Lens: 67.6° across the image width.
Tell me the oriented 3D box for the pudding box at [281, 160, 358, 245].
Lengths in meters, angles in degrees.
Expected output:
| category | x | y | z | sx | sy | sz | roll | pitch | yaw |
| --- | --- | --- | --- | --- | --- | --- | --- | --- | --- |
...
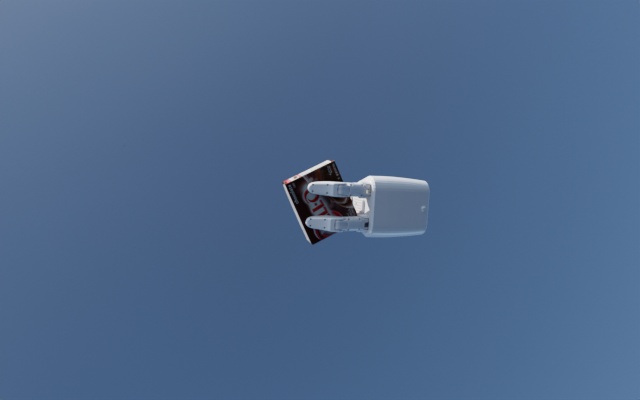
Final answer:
| category | x | y | z | sx | sy | sz | roll | pitch | yaw |
| --- | --- | --- | --- | --- | --- | --- | --- | --- | --- |
| pudding box | 0.000 | 0.002 | 0.775 | 0.090 | 0.113 | 0.039 | -27 | 13 | -12 |
